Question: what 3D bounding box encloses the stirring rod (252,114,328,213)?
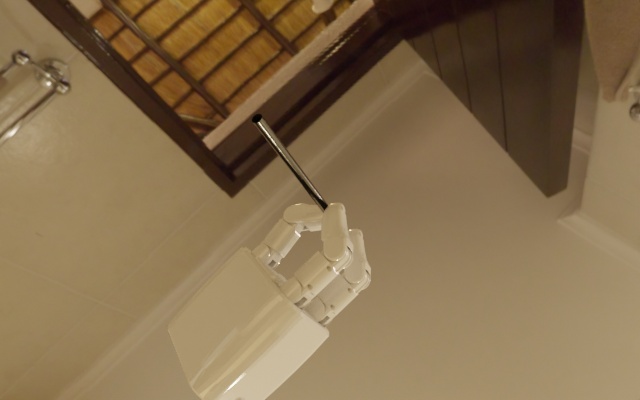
[{"bbox_3d":[0.000,0.001,0.426,0.011,0.011,0.240,0,-29,25],"label":"stirring rod"}]
